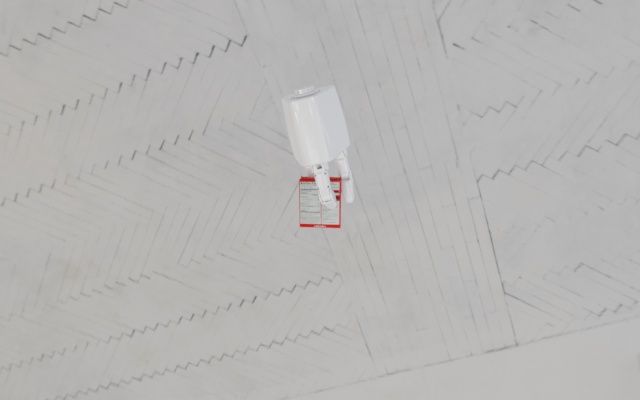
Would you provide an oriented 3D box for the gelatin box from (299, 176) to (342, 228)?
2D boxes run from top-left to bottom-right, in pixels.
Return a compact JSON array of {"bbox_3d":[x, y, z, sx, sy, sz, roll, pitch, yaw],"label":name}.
[{"bbox_3d":[0.000,0.003,0.834,0.073,0.089,0.030,1,16,4],"label":"gelatin box"}]
